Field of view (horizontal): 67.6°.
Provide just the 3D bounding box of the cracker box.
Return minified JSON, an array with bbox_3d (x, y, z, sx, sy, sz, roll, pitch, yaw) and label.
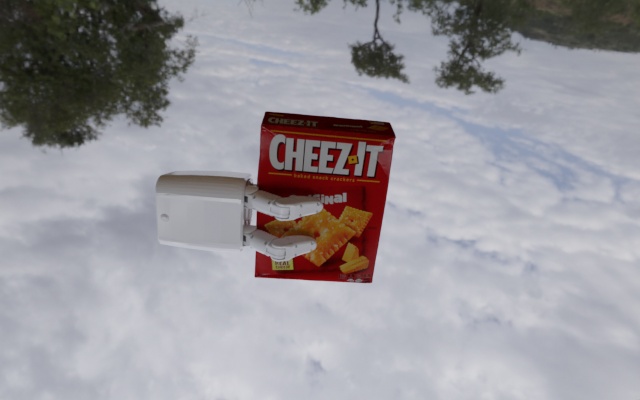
[{"bbox_3d":[0.000,0.002,0.625,0.164,0.214,0.072,4,25,-3],"label":"cracker box"}]
